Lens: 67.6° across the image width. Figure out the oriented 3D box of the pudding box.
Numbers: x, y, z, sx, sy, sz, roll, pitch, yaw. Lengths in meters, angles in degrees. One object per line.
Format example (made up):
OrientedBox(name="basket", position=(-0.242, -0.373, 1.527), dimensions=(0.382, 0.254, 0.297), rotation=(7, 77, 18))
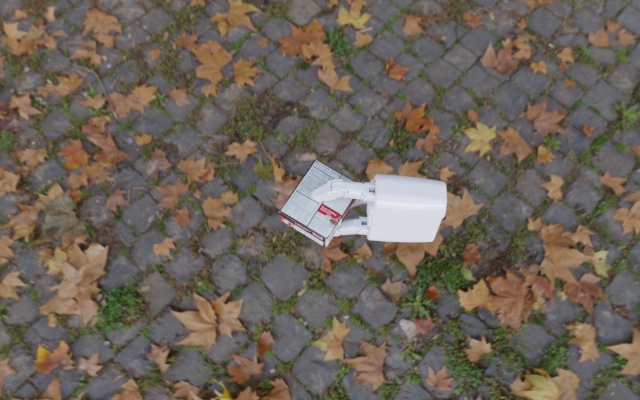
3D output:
OrientedBox(name="pudding box", position=(0.000, 0.002, 0.756), dimensions=(0.090, 0.113, 0.039), rotation=(30, -22, 10))
